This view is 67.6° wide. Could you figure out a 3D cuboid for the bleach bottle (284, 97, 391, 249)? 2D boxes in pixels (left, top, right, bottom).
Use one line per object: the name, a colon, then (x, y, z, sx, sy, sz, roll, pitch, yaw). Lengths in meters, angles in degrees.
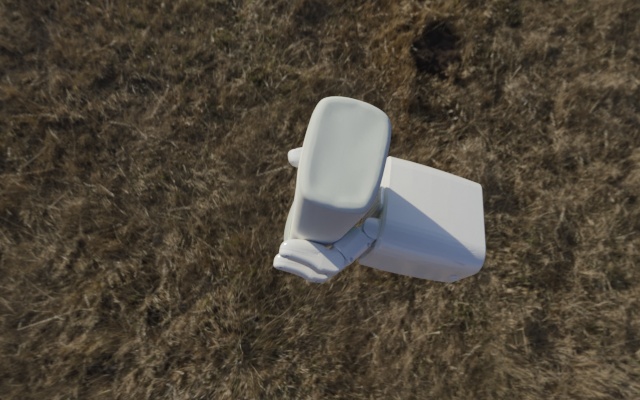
bleach bottle: (0.000, 0.002, 0.488, 0.068, 0.102, 0.251, 15, -20, -4)
